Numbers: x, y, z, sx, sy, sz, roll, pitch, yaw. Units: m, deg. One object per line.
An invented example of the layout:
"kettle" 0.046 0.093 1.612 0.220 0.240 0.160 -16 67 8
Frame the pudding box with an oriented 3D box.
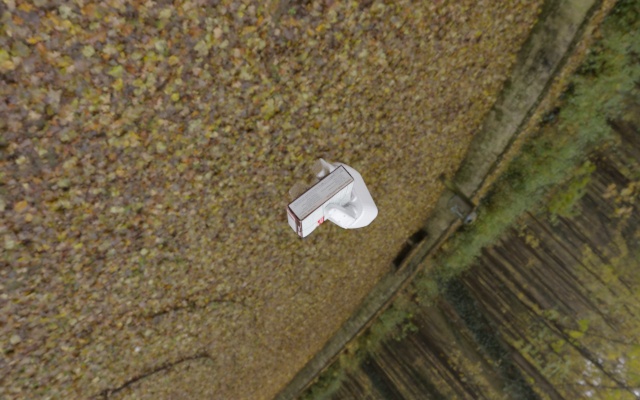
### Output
"pudding box" 0.000 0.003 0.767 0.113 0.039 0.090 -39 -16 -14
